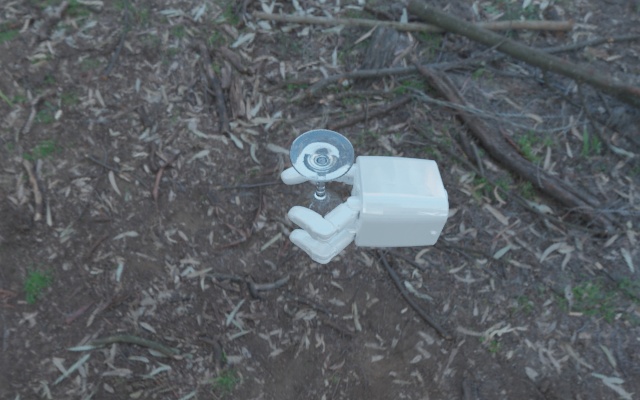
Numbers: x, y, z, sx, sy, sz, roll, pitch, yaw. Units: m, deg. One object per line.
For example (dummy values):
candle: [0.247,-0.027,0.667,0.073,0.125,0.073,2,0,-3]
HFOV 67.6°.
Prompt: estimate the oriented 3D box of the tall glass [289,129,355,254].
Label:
tall glass: [0.000,0.002,0.620,0.079,0.079,0.201,0,-33,-2]
